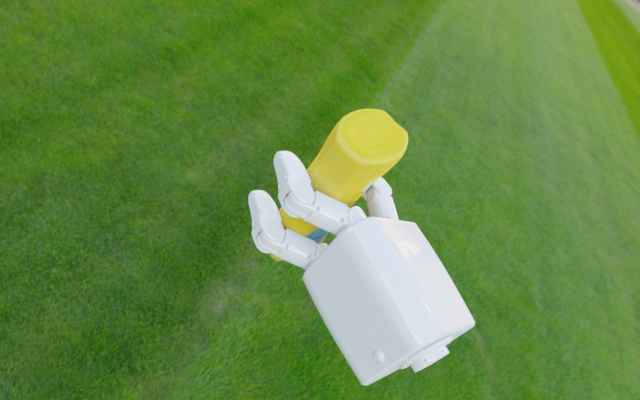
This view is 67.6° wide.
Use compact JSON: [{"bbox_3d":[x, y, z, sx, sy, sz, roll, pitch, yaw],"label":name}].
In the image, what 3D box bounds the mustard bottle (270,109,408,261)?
[{"bbox_3d":[0.000,0.001,0.456,0.096,0.058,0.192,-38,-10,-50],"label":"mustard bottle"}]
